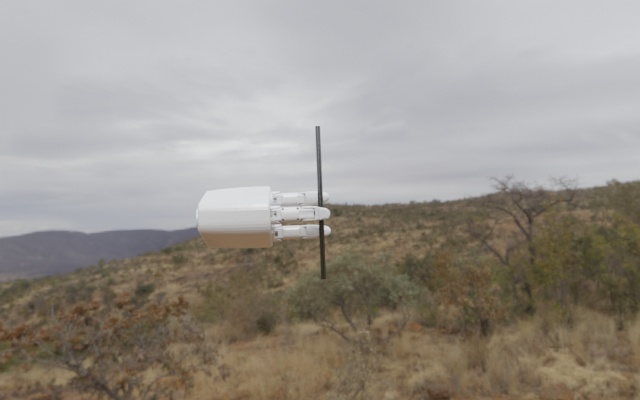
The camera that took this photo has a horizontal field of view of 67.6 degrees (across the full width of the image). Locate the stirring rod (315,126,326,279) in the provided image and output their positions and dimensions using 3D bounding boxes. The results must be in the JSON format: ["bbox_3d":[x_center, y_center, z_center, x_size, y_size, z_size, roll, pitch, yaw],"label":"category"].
[{"bbox_3d":[0.000,0.003,0.751,0.011,0.239,0.011,-2,-3,0],"label":"stirring rod"}]
